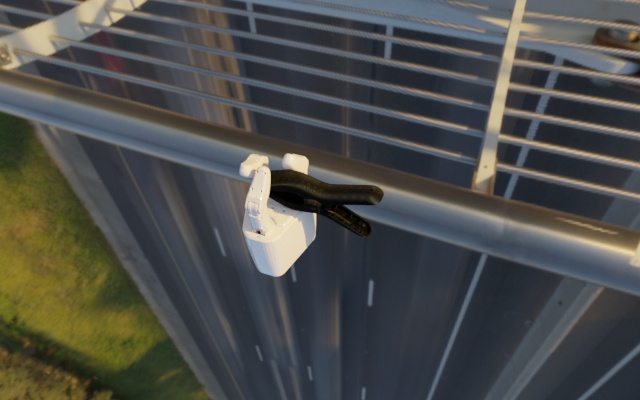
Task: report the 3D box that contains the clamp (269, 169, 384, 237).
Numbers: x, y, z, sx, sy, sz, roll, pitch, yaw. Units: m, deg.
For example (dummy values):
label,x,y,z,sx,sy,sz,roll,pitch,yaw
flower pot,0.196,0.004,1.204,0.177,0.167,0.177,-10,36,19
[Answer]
label,x,y,z,sx,sy,sz,roll,pitch,yaw
clamp,0.000,0.002,0.640,0.171,0.039,0.120,15,-33,15
